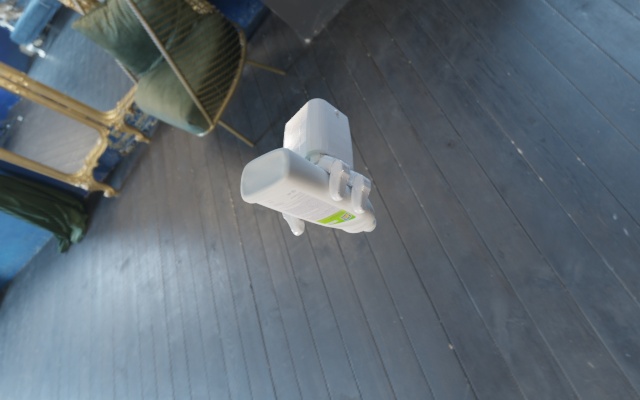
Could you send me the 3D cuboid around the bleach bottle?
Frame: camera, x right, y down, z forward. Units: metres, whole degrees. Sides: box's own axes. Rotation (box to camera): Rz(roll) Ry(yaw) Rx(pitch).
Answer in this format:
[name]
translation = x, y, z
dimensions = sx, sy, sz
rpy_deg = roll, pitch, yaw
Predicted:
[bleach bottle]
translation = 0.000, 0.002, 0.758
dimensions = 0.102, 0.068, 0.251
rpy_deg = -21, -32, 35
